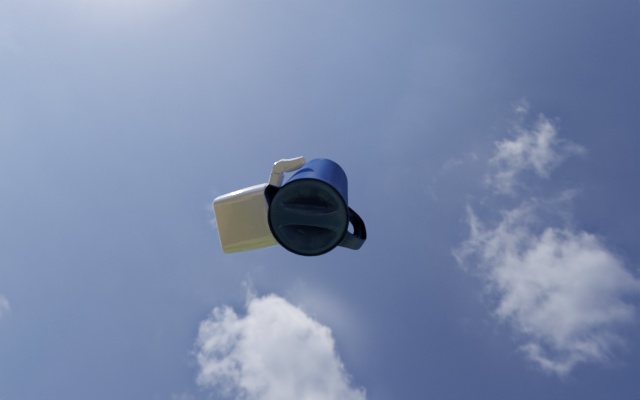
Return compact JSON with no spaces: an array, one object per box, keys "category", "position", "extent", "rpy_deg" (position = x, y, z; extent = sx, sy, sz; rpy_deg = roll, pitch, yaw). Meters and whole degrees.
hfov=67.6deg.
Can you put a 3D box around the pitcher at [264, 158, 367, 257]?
[{"category":"pitcher","position":[0.000,0.003,0.873],"extent":[0.145,0.149,0.242],"rpy_deg":[-13,14,10]}]
